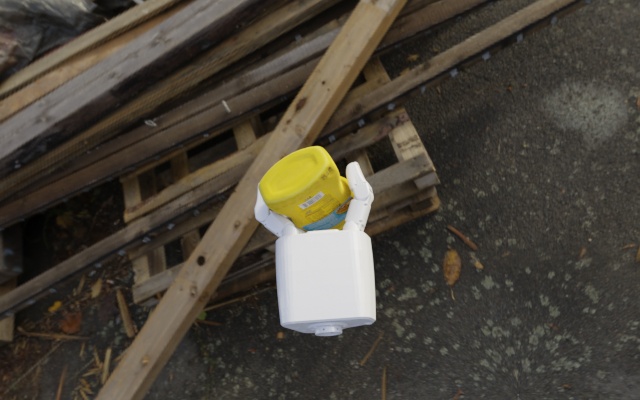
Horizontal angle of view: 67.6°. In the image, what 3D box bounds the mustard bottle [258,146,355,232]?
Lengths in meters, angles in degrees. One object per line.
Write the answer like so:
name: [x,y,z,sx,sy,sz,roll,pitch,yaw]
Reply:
mustard bottle: [0.000,0.002,0.648,0.096,0.058,0.192,-34,-29,7]
